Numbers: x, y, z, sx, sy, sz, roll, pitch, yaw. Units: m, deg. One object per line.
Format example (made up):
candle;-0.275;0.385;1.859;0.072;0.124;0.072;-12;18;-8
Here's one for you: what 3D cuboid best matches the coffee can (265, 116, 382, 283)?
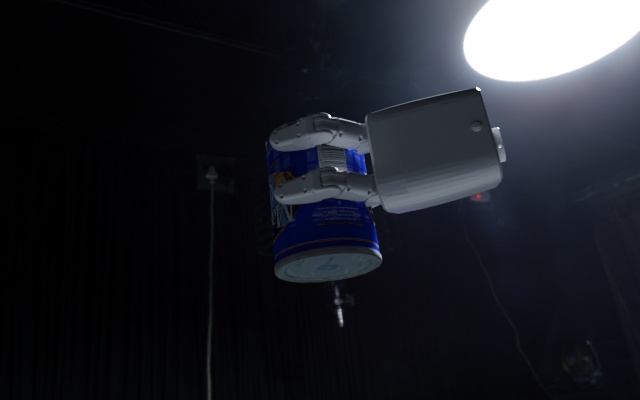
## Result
coffee can;0.000;0.002;0.481;0.103;0.140;0.103;-6;-22;-2
